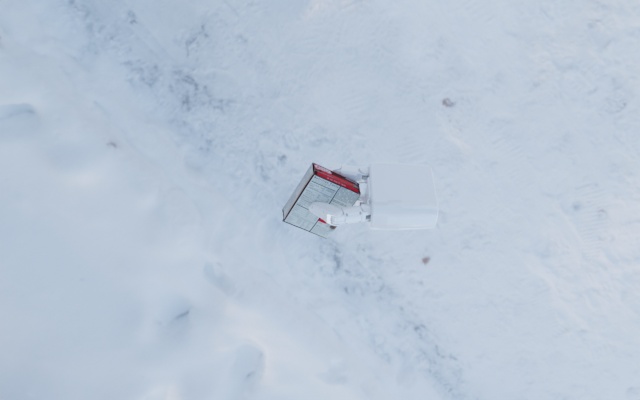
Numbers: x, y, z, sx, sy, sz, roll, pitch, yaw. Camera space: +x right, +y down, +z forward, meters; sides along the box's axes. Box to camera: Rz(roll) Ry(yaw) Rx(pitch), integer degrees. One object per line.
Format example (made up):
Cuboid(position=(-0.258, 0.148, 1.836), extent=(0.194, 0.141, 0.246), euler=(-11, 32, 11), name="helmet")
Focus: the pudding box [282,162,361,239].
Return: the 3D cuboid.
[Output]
Cuboid(position=(0.000, 0.003, 0.792), extent=(0.090, 0.113, 0.039), euler=(24, 30, -18), name="pudding box")
